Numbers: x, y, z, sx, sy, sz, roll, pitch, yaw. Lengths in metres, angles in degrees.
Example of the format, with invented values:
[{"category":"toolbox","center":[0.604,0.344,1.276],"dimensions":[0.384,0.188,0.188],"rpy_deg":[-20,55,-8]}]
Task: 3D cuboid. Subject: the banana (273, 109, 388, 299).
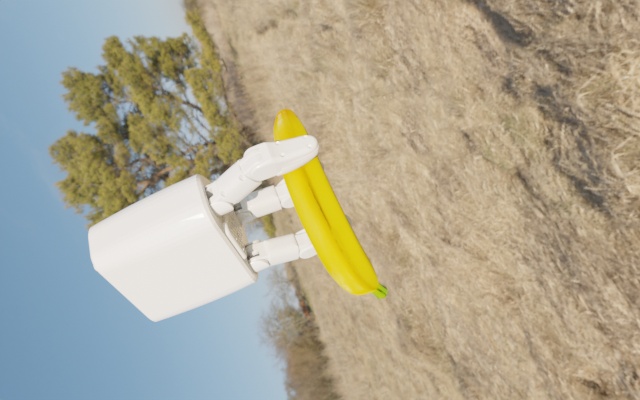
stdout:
[{"category":"banana","center":[-0.001,0.003,0.415],"dimensions":[0.037,0.198,0.069],"rpy_deg":[-27,-6,6]}]
